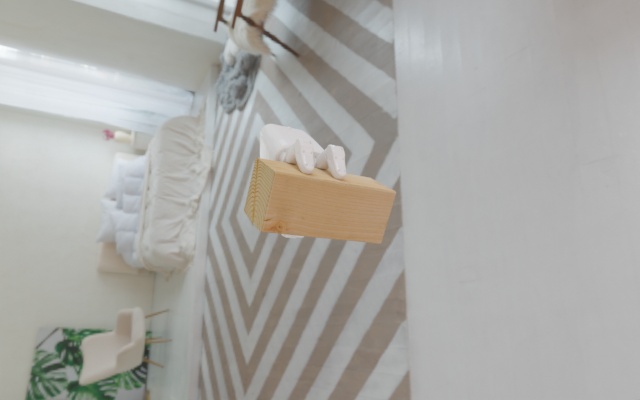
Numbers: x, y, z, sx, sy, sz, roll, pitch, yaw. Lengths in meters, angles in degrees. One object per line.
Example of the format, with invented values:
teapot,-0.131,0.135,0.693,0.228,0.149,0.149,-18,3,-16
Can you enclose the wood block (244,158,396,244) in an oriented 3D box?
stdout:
wood block,0.000,0.003,0.738,0.206,0.091,0.090,8,15,-28
